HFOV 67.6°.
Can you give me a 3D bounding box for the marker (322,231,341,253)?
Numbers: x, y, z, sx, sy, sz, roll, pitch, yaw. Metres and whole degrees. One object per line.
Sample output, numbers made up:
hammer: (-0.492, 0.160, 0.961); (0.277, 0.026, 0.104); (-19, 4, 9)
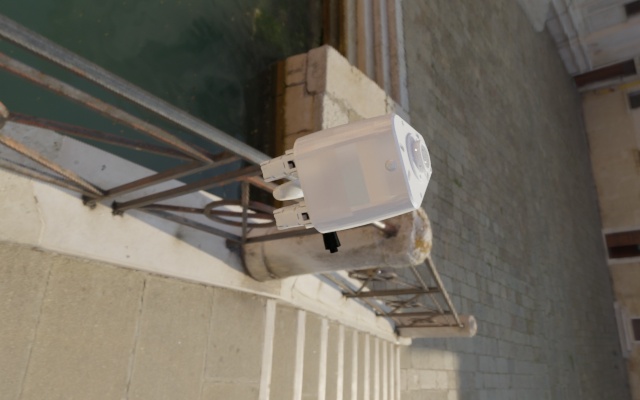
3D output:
marker: (0.000, 0.002, 0.547); (0.020, 0.121, 0.020); (-15, 4, 1)
